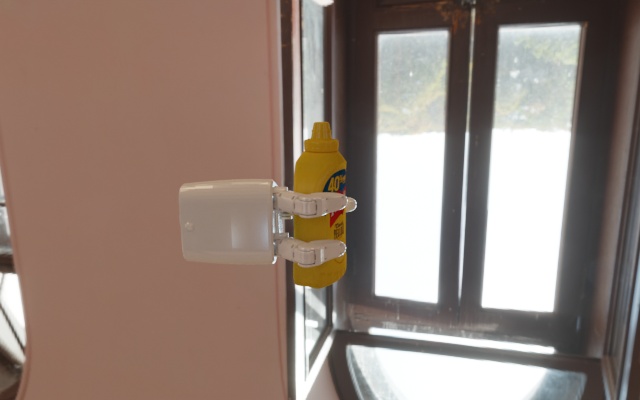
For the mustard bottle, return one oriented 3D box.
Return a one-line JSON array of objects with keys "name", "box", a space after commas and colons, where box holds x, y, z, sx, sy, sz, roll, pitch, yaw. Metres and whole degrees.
[{"name": "mustard bottle", "box": [0.000, 0.002, 0.579, 0.058, 0.192, 0.096, 5, 14, 24]}]
